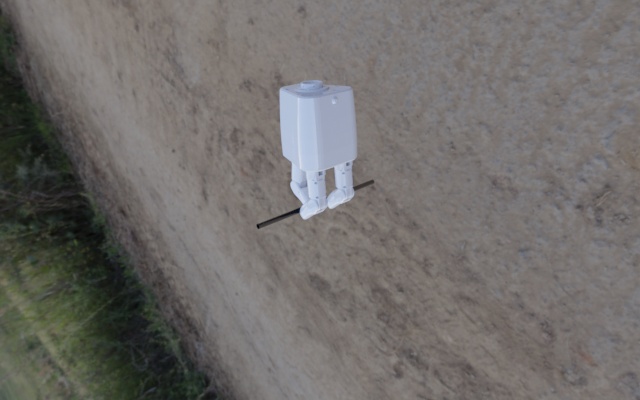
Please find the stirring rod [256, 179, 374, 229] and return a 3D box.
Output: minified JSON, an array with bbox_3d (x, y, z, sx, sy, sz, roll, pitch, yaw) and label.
[{"bbox_3d":[0.000,0.002,0.765,0.239,0.011,0.011,-21,13,-36],"label":"stirring rod"}]
